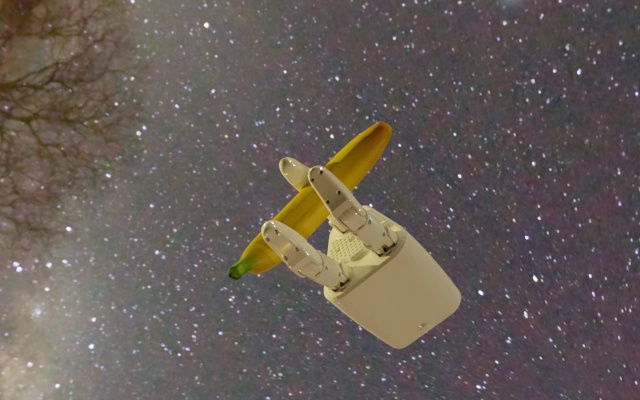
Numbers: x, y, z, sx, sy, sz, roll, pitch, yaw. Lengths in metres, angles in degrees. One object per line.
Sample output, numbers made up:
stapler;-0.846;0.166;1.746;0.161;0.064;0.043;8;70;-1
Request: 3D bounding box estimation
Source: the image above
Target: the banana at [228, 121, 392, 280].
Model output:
banana;-0.006;0.004;0.452;0.037;0.198;0.069;45;-9;-6
